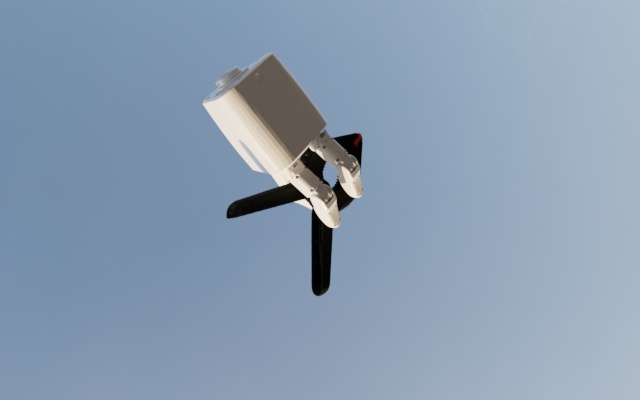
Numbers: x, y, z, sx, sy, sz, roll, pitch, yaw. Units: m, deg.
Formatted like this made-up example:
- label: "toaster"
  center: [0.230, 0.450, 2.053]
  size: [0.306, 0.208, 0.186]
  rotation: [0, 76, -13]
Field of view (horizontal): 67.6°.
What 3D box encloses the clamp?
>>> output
- label: "clamp"
  center: [0.000, 0.001, 0.599]
  size: [0.036, 0.165, 0.210]
  rotation: [-4, 40, 52]
